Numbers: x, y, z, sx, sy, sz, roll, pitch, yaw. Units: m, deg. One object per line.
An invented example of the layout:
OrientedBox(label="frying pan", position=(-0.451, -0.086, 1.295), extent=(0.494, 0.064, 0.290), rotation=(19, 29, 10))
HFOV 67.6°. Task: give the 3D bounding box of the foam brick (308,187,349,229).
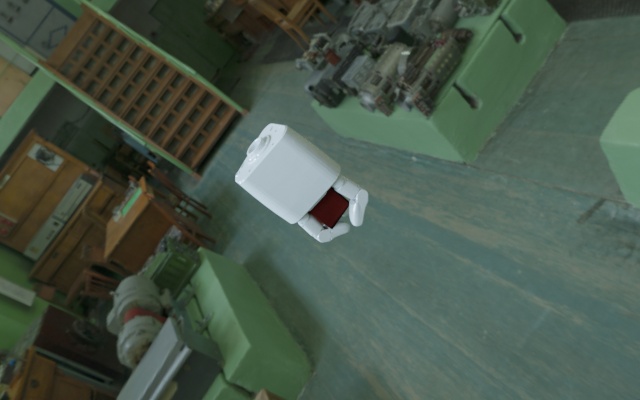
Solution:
OrientedBox(label="foam brick", position=(0.000, 0.003, 0.751), extent=(0.051, 0.053, 0.078), rotation=(38, -6, -26))
